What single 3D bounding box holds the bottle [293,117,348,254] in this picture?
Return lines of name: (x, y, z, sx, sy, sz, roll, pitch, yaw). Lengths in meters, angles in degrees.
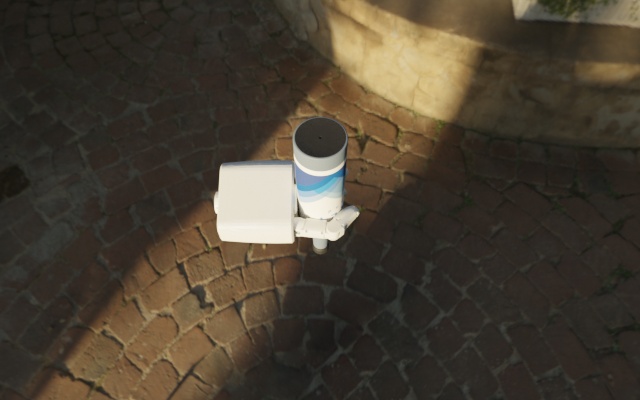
bottle: (0.000, 0.002, 0.695, 0.069, 0.069, 0.296, 0, -32, 0)
